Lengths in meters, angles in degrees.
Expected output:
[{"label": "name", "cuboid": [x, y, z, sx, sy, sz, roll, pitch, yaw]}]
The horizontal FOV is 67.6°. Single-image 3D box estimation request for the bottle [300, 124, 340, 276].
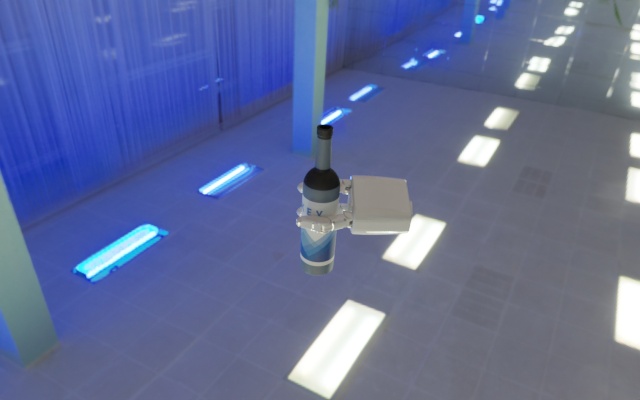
[{"label": "bottle", "cuboid": [0.000, 0.003, 0.868, 0.069, 0.296, 0.069, 3, 32, -2]}]
